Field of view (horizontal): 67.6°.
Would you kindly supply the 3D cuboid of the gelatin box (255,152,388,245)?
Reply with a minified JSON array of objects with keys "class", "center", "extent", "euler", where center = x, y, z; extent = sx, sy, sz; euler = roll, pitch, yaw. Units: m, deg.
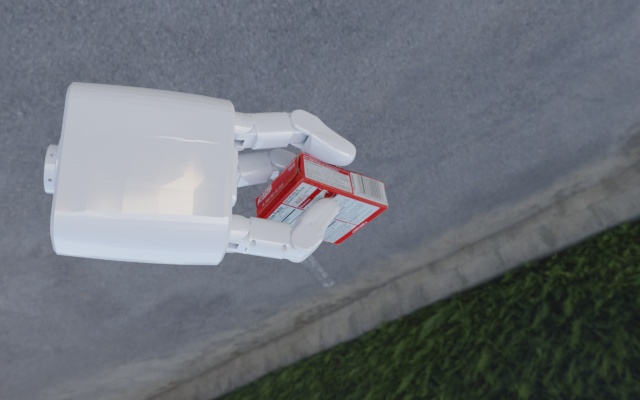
[{"class":"gelatin box","center":[0.000,0.002,0.406],"extent":[0.089,0.030,0.073],"euler":[17,-40,-29]}]
